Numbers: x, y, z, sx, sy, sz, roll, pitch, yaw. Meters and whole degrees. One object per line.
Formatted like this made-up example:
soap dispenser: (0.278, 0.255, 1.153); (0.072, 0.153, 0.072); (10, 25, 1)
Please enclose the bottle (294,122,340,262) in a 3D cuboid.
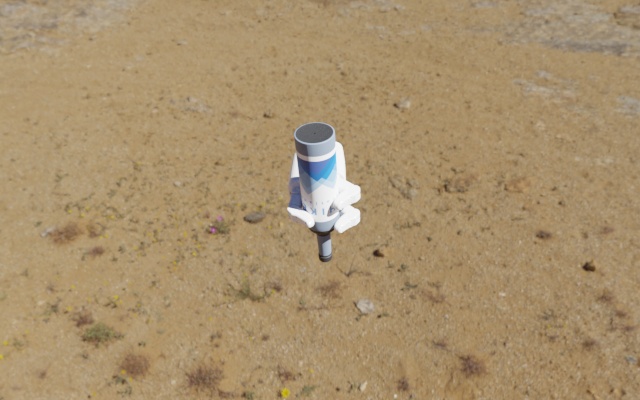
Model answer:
bottle: (0.000, 0.003, 0.866); (0.069, 0.296, 0.069); (-3, 40, 3)
